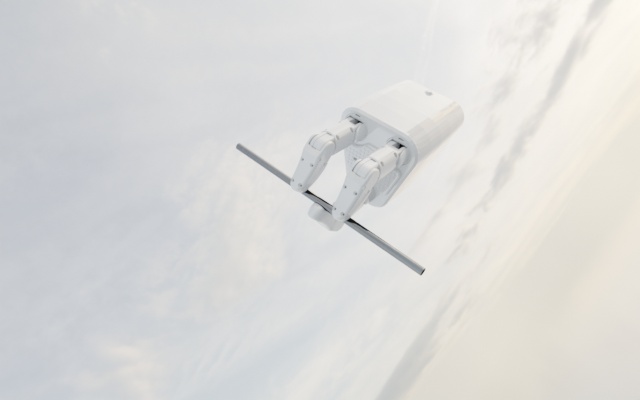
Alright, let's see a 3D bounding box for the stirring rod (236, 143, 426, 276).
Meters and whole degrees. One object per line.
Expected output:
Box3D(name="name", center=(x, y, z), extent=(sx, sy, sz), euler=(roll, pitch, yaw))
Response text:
Box3D(name="stirring rod", center=(0.000, 0.002, 0.469), extent=(0.239, 0.011, 0.011), euler=(34, 16, 26))
